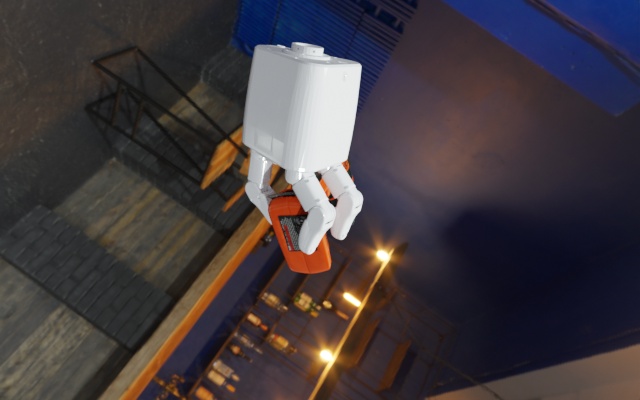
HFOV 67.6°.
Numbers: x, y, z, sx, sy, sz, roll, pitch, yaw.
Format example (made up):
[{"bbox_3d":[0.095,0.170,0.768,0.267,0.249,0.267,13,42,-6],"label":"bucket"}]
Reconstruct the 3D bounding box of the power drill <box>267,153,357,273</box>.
[{"bbox_3d":[0.000,0.002,0.605,0.057,0.184,0.187,-6,34,18],"label":"power drill"}]
